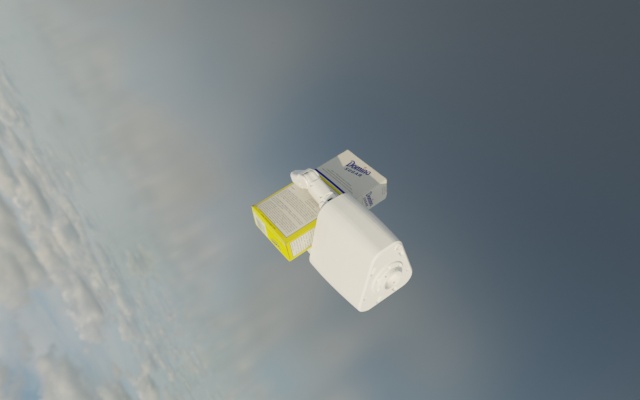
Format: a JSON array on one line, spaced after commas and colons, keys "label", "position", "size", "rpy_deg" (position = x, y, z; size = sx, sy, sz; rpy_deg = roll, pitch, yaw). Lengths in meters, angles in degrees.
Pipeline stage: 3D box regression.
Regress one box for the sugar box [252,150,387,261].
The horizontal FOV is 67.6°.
[{"label": "sugar box", "position": [0.000, 0.003, 0.681], "size": [0.176, 0.048, 0.093], "rpy_deg": [-30, 49, -21]}]
